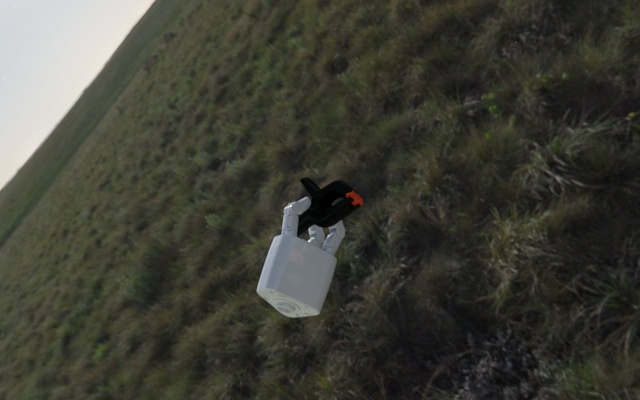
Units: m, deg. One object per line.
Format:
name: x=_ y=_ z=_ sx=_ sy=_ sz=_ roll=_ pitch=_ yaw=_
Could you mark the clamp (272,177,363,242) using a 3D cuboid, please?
clamp: x=0.000 y=0.003 z=0.894 sx=0.036 sy=0.164 sz=0.210 roll=37 pitch=-36 yaw=-29
